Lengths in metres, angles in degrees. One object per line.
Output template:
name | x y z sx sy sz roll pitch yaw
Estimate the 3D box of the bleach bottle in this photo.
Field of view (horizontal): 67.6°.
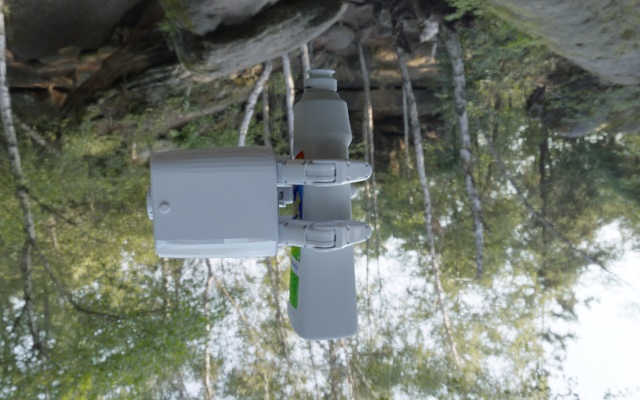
bleach bottle | 0.000 0.002 0.474 0.068 0.251 0.102 -2 7 -10
